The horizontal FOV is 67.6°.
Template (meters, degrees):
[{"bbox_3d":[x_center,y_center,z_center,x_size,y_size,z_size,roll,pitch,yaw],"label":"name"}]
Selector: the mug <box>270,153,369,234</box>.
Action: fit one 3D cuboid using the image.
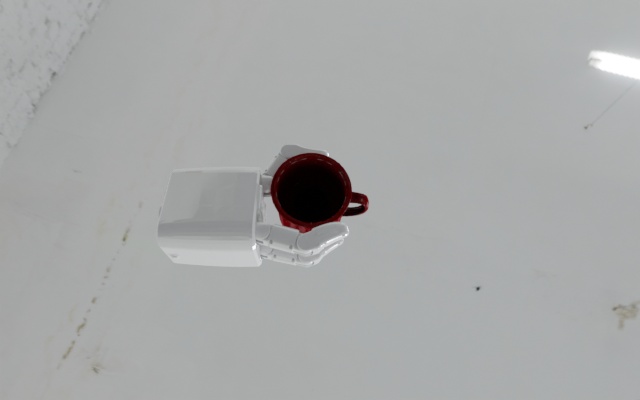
[{"bbox_3d":[0.002,0.002,0.581,0.117,0.093,0.081,2,-22,-1],"label":"mug"}]
